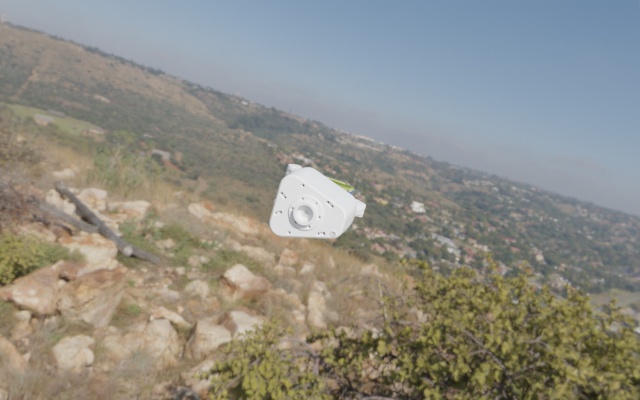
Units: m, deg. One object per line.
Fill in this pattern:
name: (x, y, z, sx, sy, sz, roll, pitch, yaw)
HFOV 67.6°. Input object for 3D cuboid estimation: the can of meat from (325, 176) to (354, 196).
can of meat: (0.000, 0.002, 0.823, 0.102, 0.084, 0.057, 19, 11, 11)
